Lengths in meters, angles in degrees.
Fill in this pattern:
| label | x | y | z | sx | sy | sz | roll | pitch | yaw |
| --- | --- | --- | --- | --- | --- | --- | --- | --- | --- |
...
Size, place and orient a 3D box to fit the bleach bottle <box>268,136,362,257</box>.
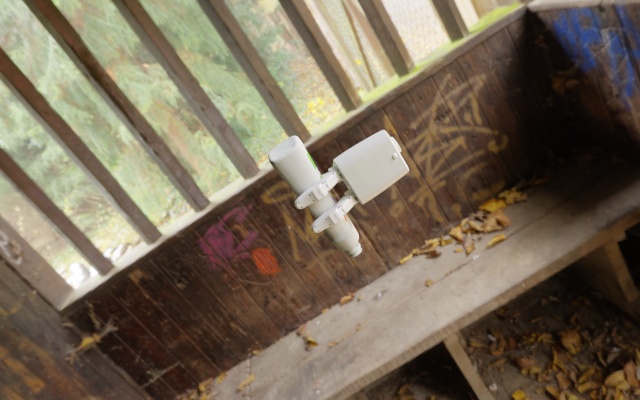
| label | x | y | z | sx | sy | sz | roll | pitch | yaw |
| --- | --- | --- | --- | --- | --- | --- | --- | --- | --- |
| bleach bottle | 0.000 | 0.003 | 0.897 | 0.068 | 0.251 | 0.102 | -34 | 21 | 4 |
